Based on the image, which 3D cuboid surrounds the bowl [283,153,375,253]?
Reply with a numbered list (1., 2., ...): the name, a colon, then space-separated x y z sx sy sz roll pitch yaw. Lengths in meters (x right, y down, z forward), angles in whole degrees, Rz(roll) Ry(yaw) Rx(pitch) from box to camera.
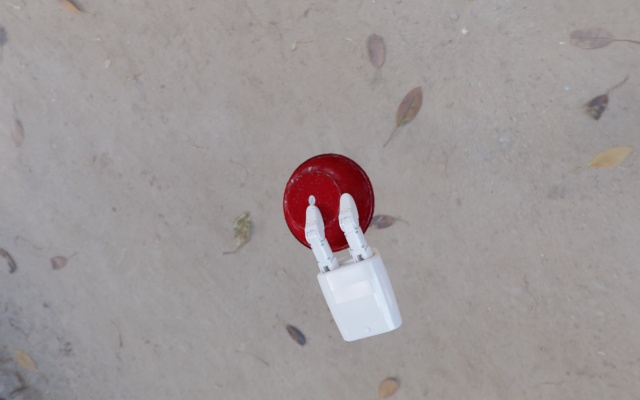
1. bowl: -0.001 0.001 0.746 0.162 0.162 0.055 0 -3 25
